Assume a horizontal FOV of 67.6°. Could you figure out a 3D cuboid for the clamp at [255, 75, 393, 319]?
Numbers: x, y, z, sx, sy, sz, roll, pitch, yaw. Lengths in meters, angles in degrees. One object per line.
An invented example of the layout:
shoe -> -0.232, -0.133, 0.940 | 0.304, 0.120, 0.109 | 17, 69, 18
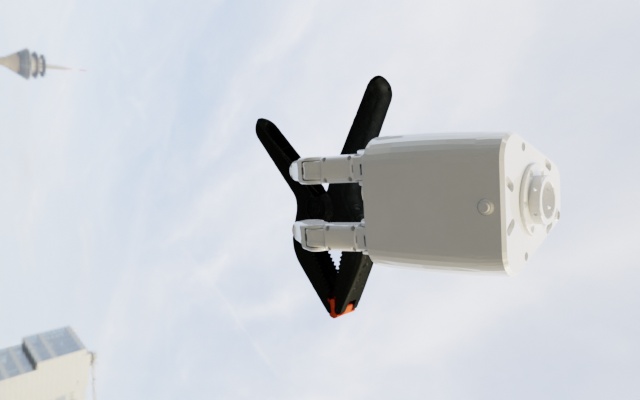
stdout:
clamp -> 0.001, 0.002, 0.450 | 0.164, 0.210, 0.036 | 1, 5, 44
